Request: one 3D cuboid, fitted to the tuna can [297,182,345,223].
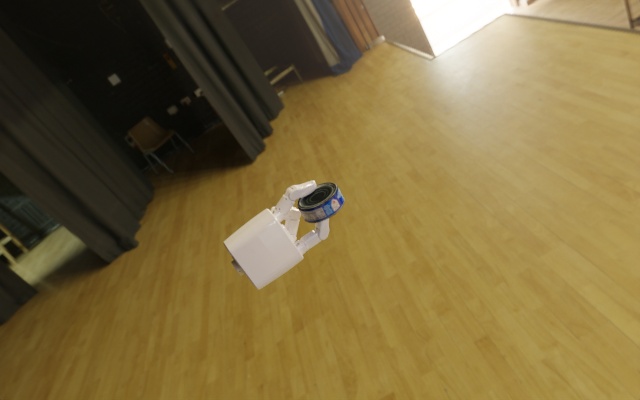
[{"bbox_3d":[0.000,0.002,0.896,0.086,0.034,0.086,-22,26,12],"label":"tuna can"}]
